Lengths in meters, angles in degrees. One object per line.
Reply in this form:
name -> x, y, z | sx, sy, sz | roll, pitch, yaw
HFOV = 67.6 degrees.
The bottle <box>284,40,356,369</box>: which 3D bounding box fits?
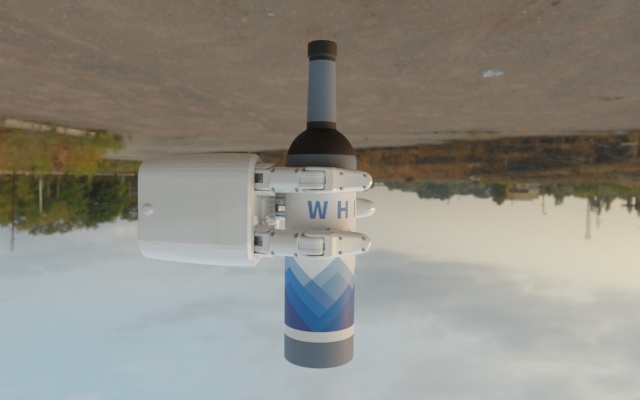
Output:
bottle -> 0.000, 0.002, 0.450 | 0.069, 0.296, 0.069 | 1, 3, 0
